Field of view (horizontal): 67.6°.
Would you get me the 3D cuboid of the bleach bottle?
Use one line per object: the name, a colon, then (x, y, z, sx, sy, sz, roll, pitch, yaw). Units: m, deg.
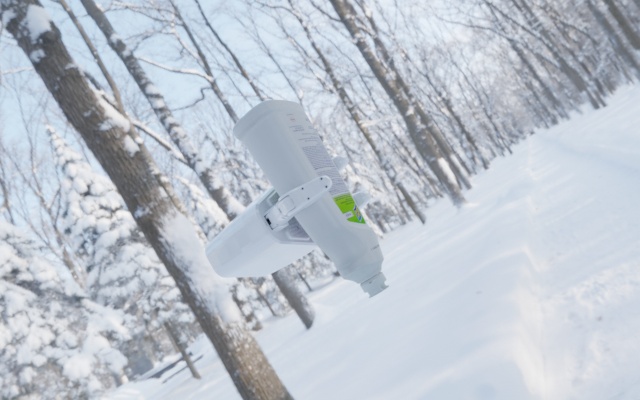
bleach bottle: (0.000, 0.002, 0.565, 0.068, 0.251, 0.102, -35, -8, 28)
